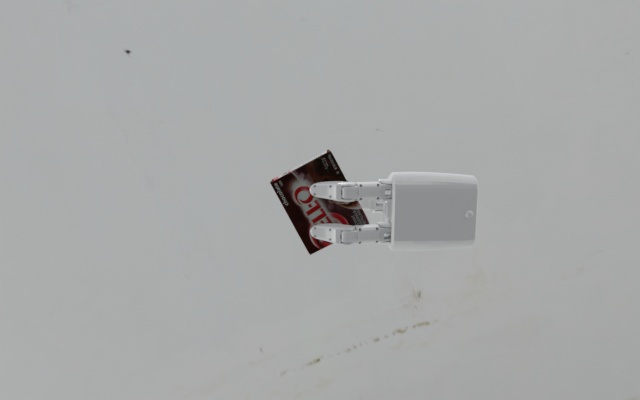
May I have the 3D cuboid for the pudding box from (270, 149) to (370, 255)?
[{"bbox_3d":[0.000,0.002,0.630,0.090,0.113,0.039,-28,7,6],"label":"pudding box"}]
